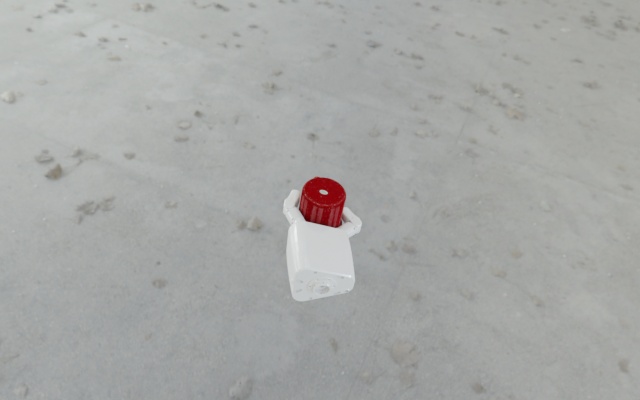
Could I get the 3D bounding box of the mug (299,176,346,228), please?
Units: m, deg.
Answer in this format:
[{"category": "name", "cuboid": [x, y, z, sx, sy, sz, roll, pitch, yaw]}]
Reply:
[{"category": "mug", "cuboid": [0.000, 0.002, 0.899, 0.093, 0.082, 0.117, 1, 44, -12]}]
